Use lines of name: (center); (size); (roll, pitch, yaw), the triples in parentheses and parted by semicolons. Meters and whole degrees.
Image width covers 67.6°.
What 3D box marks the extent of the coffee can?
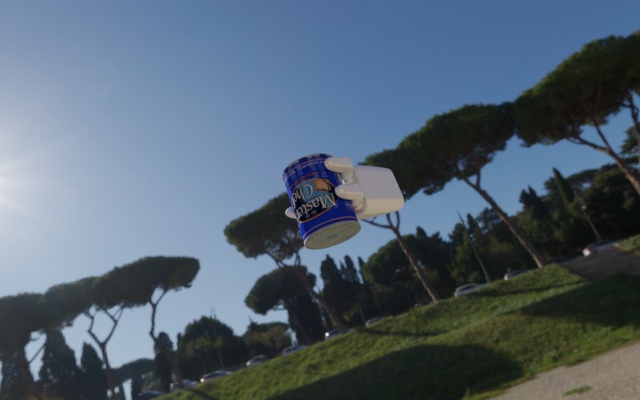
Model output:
coffee can: (0.000, 0.003, 0.846); (0.103, 0.140, 0.103); (-17, -22, -7)
